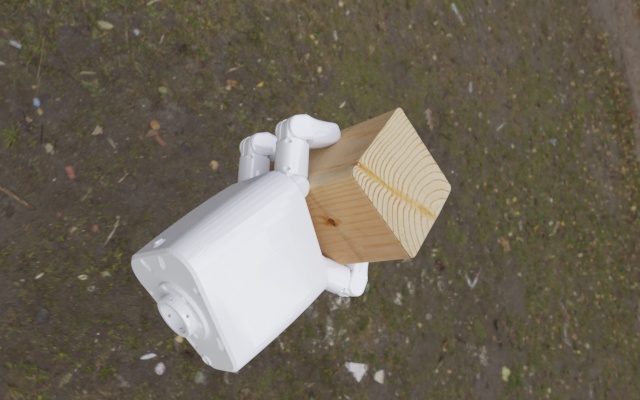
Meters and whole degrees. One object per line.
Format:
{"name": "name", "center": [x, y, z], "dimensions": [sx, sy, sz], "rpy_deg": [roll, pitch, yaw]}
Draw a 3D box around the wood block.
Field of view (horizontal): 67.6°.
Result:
{"name": "wood block", "center": [0.000, 0.002, 0.449], "dimensions": [0.206, 0.091, 0.090], "rpy_deg": [-13, 31, 47]}
